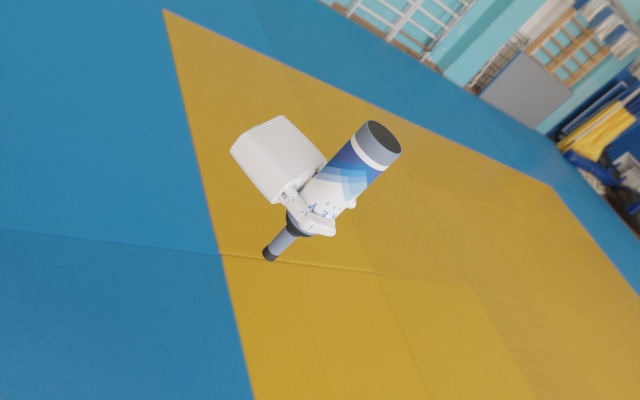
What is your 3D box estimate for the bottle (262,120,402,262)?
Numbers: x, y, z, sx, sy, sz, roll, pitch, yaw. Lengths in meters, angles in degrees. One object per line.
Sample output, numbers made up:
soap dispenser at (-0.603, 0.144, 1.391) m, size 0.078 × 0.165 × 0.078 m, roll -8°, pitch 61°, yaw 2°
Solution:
bottle at (0.000, 0.002, 0.734) m, size 0.069 × 0.069 × 0.296 m, roll 0°, pitch -38°, yaw -50°
